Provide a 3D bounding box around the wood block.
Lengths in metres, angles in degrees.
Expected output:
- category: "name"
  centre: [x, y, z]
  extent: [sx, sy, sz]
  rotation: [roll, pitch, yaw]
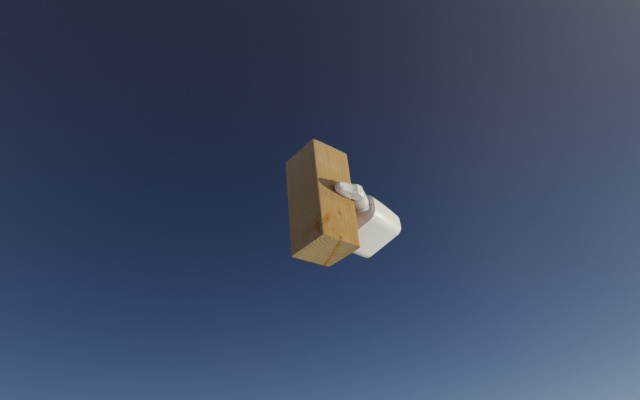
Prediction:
- category: "wood block"
  centre: [0.001, 0.003, 0.882]
  extent: [0.090, 0.206, 0.091]
  rotation: [20, -42, -35]
